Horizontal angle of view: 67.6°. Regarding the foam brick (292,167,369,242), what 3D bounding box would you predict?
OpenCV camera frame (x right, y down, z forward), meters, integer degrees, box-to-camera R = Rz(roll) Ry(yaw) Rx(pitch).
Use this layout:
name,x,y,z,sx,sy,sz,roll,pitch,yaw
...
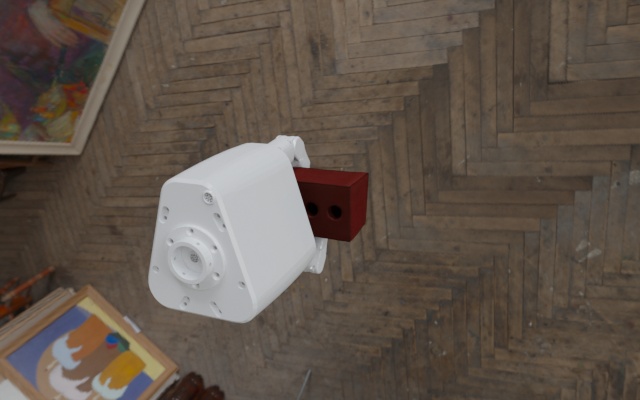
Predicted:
name,x,y,z,sx,sy,sz,roll,pitch,yaw
foam brick,0.000,0.001,0.442,0.078,0.053,0.051,6,19,19
